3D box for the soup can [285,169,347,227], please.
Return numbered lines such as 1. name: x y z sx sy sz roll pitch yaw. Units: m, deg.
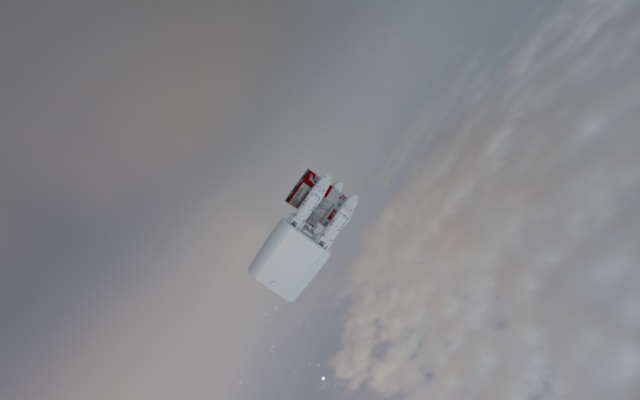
1. soup can: 0.001 0.002 0.810 0.102 0.068 0.068 36 -3 -4
